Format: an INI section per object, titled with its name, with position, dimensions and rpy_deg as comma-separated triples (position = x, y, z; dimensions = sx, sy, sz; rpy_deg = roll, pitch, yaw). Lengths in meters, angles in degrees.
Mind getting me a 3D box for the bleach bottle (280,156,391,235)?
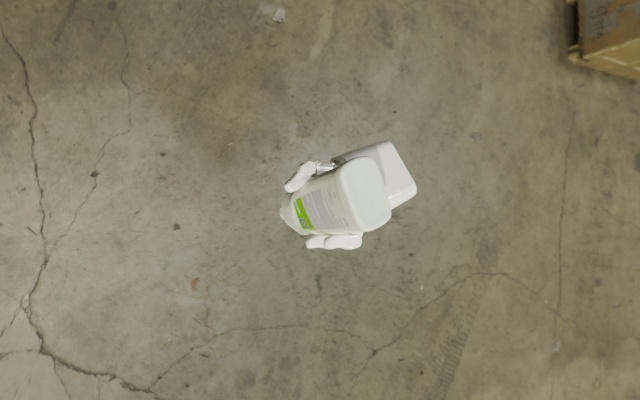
[bleach bottle]
position = 0.000, 0.003, 0.736
dimensions = 0.068, 0.102, 0.251
rpy_deg = -23, 7, -30
